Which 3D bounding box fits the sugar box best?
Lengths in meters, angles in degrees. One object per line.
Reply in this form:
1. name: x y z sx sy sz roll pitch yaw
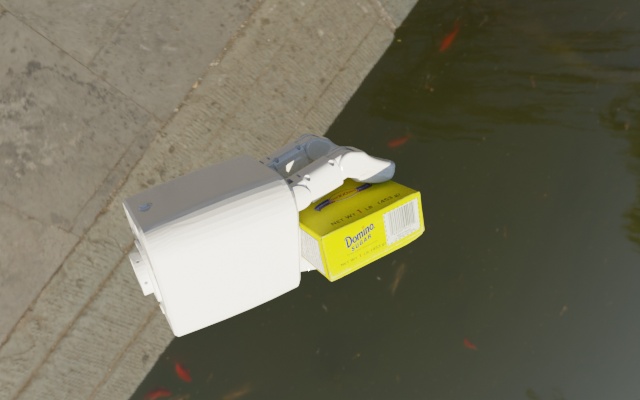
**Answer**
1. sugar box: 0.000 0.001 0.429 0.093 0.048 0.176 -23 29 -23
